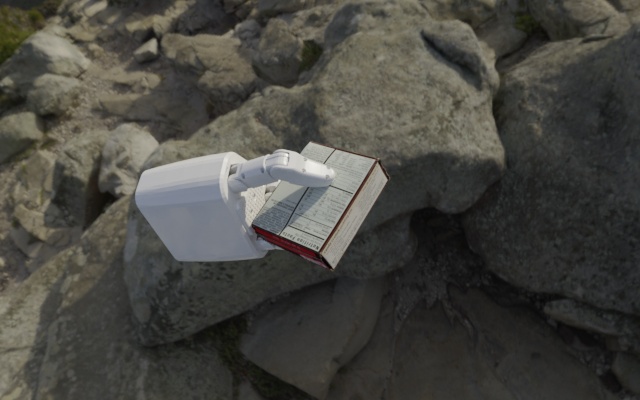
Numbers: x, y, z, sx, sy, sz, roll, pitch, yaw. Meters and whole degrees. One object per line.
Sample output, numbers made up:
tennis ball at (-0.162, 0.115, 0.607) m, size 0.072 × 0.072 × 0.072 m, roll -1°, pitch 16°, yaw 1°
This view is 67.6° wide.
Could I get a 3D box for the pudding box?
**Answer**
pudding box at (0.000, 0.001, 0.463) m, size 0.090 × 0.113 × 0.039 m, roll 20°, pitch -21°, yaw 35°
